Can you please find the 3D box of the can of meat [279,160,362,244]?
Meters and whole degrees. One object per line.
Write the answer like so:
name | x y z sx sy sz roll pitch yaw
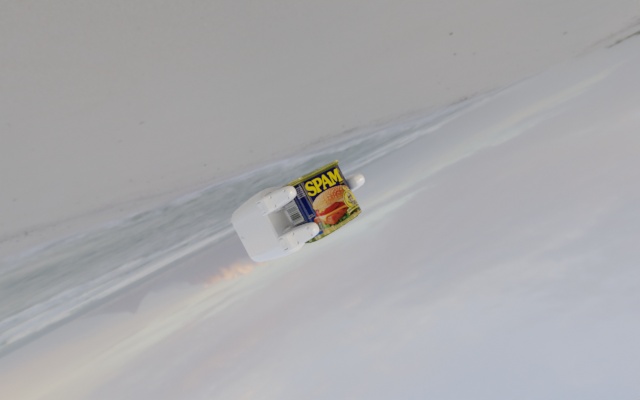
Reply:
can of meat | 0.000 0.002 0.656 0.102 0.084 0.057 -29 2 -42
